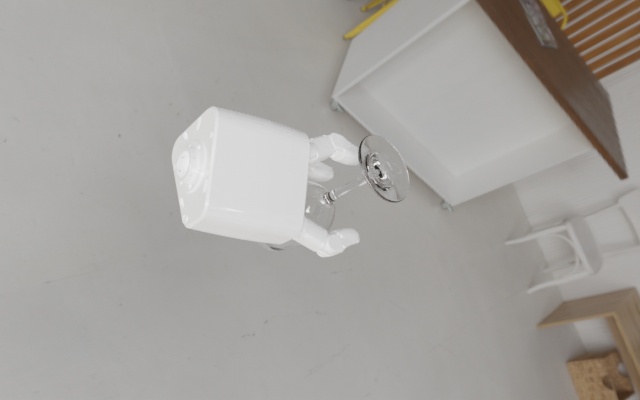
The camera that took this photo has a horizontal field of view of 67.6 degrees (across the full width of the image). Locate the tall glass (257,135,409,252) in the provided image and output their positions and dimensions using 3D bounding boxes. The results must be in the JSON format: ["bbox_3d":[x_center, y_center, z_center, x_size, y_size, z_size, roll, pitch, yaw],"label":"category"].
[{"bbox_3d":[0.001,0.002,0.548,0.079,0.079,0.201,0,-21,-44],"label":"tall glass"}]
